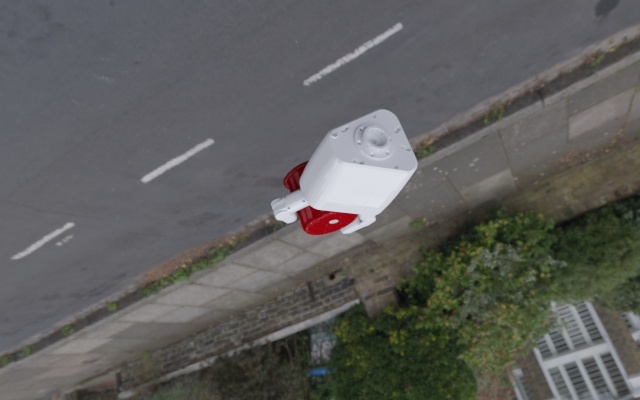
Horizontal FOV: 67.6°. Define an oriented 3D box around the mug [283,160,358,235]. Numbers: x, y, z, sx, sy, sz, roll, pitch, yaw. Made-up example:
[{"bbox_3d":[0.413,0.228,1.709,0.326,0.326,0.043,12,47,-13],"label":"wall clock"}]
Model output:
[{"bbox_3d":[0.000,0.003,0.682,0.093,0.081,0.117,-10,-24,-23],"label":"mug"}]
